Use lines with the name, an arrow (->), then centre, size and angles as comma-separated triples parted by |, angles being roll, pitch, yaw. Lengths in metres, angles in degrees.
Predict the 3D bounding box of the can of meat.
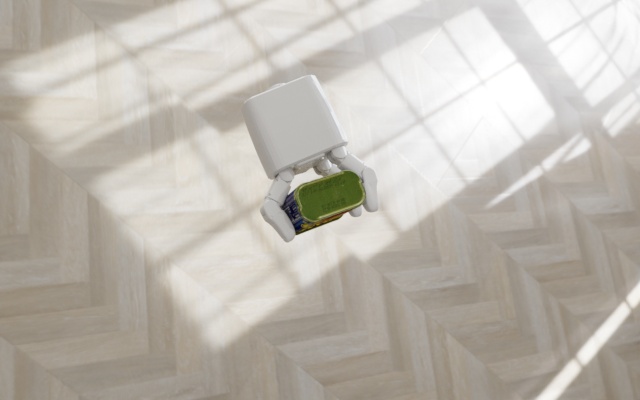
can of meat -> 0.000, 0.002, 0.637 | 0.102, 0.057, 0.084 | -19, -6, -24
